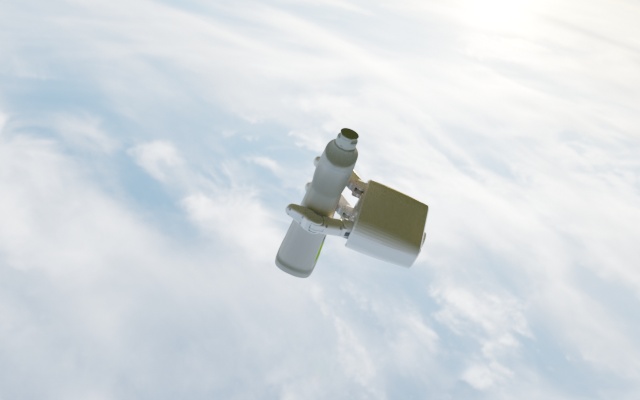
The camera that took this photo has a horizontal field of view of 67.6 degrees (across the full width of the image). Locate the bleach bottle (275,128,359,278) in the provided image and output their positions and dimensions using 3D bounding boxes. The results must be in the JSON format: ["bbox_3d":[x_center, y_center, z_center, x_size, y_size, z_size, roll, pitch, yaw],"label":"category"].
[{"bbox_3d":[0.000,0.002,0.738,0.068,0.251,0.102,23,38,0],"label":"bleach bottle"}]
